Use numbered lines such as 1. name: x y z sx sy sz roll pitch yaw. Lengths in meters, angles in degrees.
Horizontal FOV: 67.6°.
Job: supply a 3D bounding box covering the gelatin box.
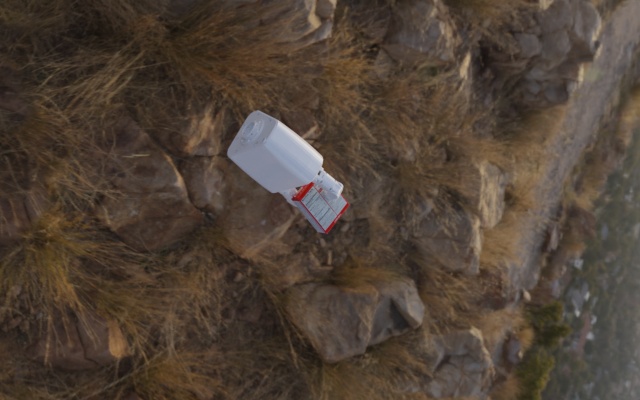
1. gelatin box: 0.001 0.003 0.846 0.030 0.073 0.089 3 -42 54
